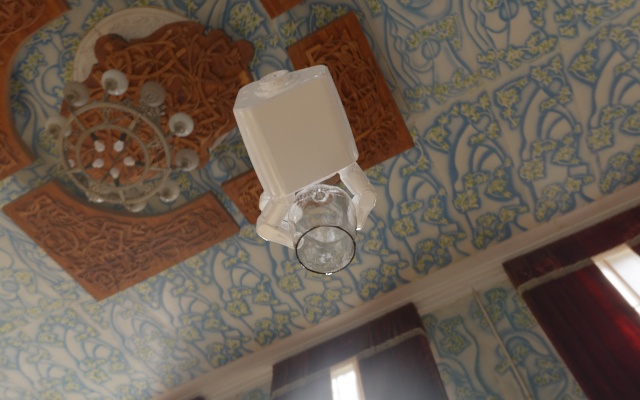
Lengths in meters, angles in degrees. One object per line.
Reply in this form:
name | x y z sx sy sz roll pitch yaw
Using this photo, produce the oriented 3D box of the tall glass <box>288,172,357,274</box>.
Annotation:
tall glass | 0.000 0.002 0.570 0.079 0.079 0.201 0 30 -4
